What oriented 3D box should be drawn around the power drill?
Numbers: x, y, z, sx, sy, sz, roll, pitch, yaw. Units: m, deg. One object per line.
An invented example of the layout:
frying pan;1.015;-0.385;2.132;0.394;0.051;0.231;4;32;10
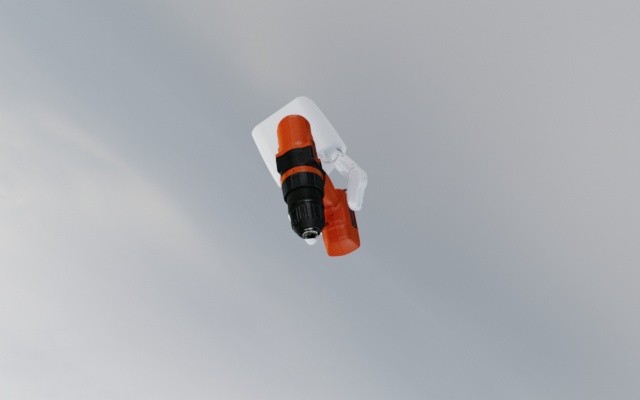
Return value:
power drill;0.000;0.002;0.639;0.057;0.184;0.188;-17;-37;11
